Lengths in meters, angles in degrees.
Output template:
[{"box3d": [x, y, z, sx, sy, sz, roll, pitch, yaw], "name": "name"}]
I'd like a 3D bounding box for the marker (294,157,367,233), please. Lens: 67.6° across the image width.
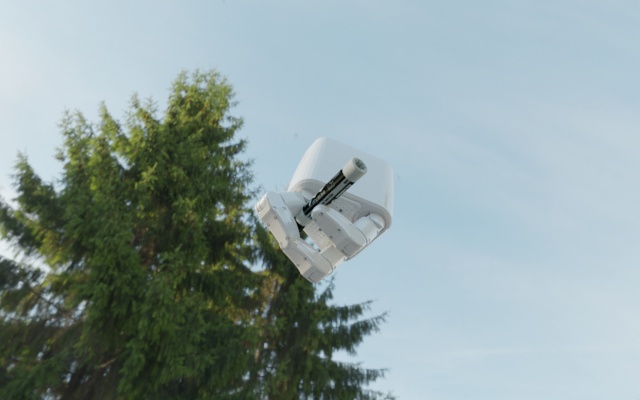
[{"box3d": [0.000, 0.002, 0.474, 0.020, 0.020, 0.121, 0, -35, -48], "name": "marker"}]
